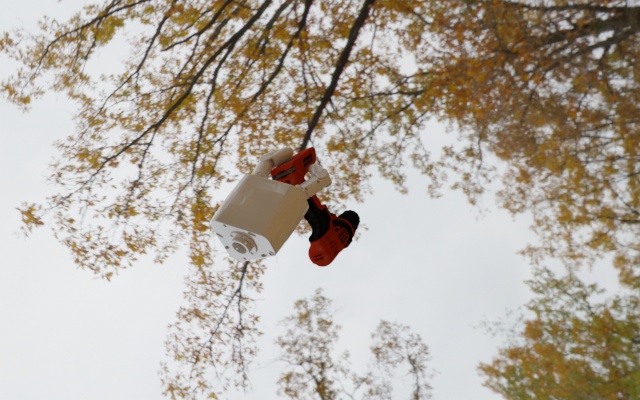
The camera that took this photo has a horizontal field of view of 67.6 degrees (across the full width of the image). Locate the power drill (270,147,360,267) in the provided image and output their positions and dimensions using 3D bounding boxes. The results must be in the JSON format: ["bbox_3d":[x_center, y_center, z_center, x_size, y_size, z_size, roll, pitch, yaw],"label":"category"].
[{"bbox_3d":[0.000,0.002,0.845,0.057,0.188,0.184,-25,9,27],"label":"power drill"}]
